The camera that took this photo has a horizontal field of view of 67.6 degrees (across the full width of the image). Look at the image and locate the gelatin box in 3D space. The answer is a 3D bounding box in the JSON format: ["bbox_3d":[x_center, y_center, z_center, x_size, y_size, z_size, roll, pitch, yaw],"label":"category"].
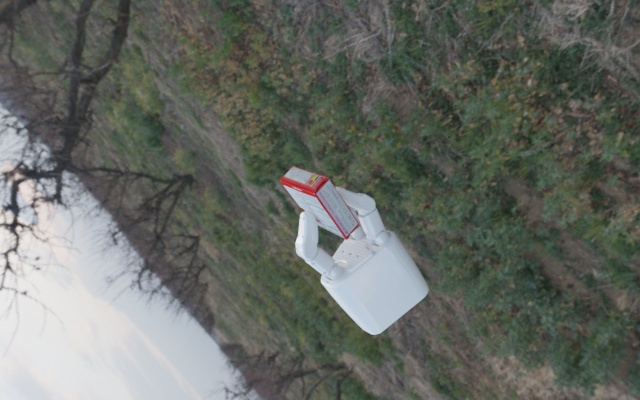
[{"bbox_3d":[0.000,0.002,0.592,0.073,0.030,0.089,22,-25,49],"label":"gelatin box"}]
